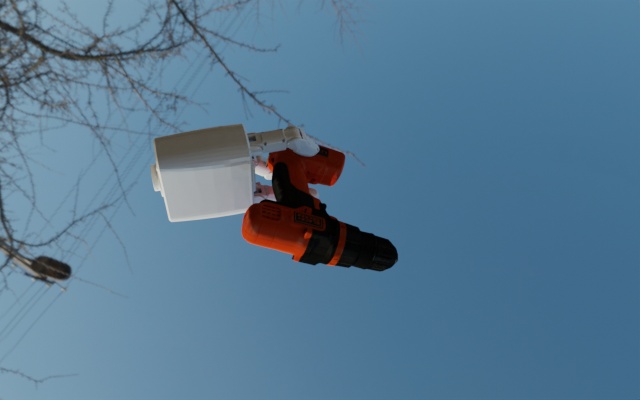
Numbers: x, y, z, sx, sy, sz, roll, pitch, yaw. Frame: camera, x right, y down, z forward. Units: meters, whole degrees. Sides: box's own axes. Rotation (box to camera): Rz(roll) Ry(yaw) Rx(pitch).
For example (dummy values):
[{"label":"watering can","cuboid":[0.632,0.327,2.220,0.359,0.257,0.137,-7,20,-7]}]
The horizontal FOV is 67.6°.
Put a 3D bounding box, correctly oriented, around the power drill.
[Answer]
[{"label":"power drill","cuboid":[0.000,0.002,0.591,0.184,0.057,0.187,17,35,-16]}]
